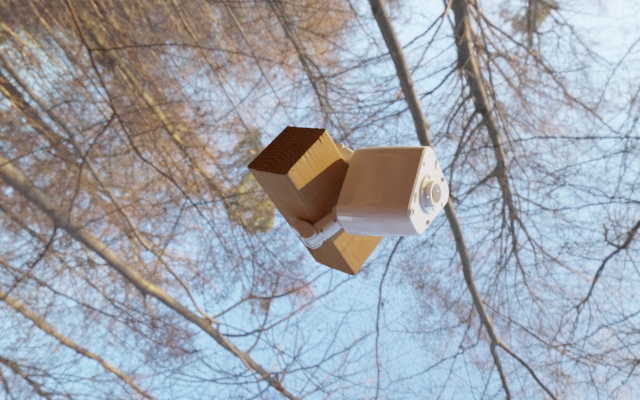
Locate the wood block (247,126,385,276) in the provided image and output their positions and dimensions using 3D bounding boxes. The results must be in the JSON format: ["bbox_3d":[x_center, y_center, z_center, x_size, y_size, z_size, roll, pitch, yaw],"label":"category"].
[{"bbox_3d":[0.000,0.003,0.688,0.090,0.206,0.090,14,55,47],"label":"wood block"}]
